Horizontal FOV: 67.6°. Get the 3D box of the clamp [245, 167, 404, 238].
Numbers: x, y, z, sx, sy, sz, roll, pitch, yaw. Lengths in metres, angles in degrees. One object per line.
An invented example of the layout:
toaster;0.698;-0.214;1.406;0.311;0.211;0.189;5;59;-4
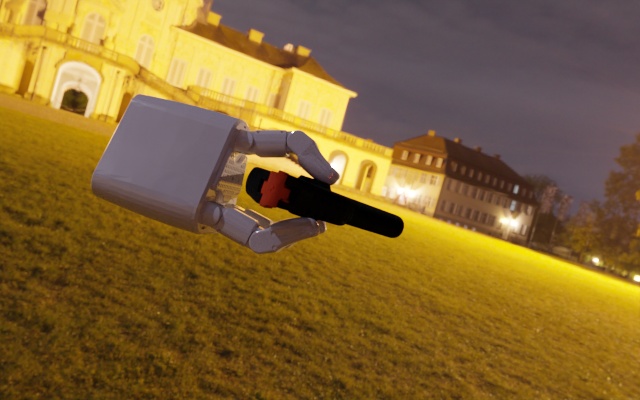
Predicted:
clamp;0.000;0.001;0.433;0.164;0.036;0.210;18;1;7
